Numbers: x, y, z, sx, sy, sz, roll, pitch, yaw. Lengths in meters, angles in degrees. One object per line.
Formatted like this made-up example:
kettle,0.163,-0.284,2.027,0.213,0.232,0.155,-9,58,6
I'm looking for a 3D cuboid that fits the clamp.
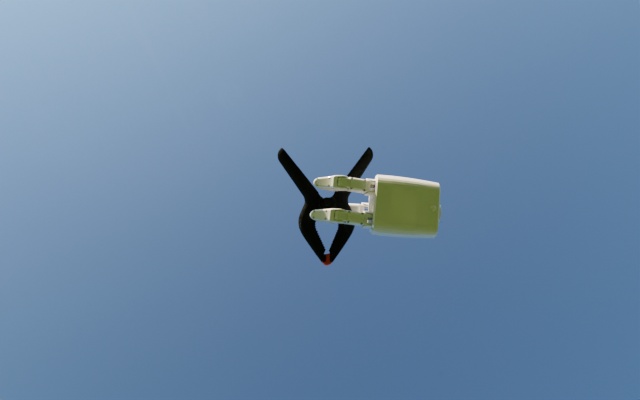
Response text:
clamp,0.000,0.003,0.811,0.164,0.210,0.036,6,-11,1
